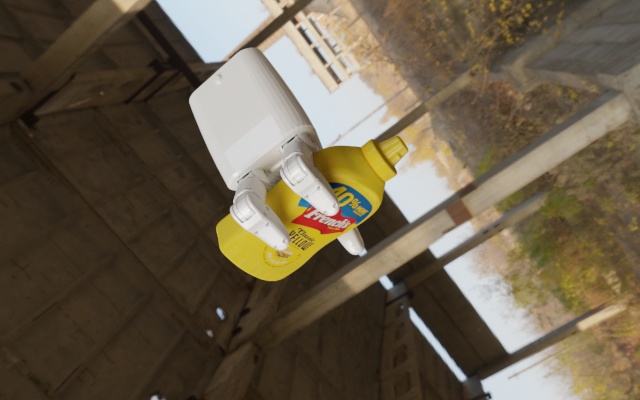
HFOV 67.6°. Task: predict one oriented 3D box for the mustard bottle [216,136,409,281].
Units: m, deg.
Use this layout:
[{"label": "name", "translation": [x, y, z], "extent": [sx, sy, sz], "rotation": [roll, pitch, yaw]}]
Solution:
[{"label": "mustard bottle", "translation": [0.000, 0.002, 0.456], "extent": [0.192, 0.058, 0.096], "rotation": [-36, -45, 16]}]
